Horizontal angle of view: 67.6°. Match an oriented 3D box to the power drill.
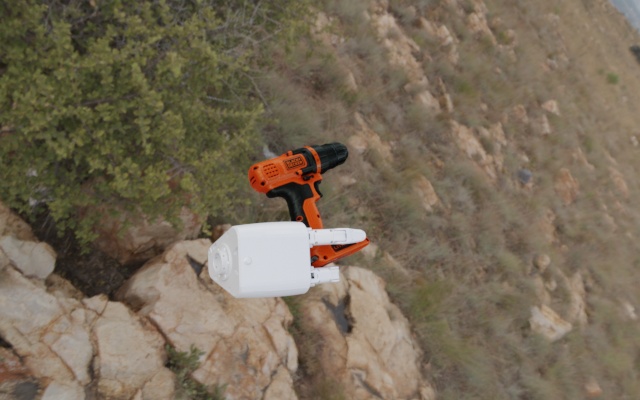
[{"bbox_3d":[0.000,0.003,0.750,0.184,0.187,0.057,-21,-13,-31],"label":"power drill"}]
